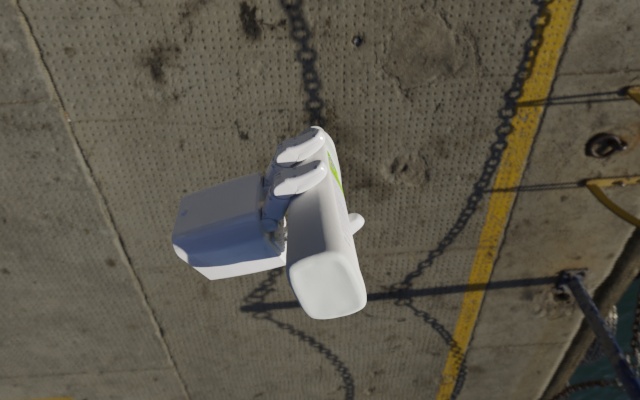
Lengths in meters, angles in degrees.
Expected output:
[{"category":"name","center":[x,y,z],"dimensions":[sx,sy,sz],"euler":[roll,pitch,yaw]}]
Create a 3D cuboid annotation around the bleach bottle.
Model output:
[{"category":"bleach bottle","center":[0.000,0.002,0.547],"dimensions":[0.068,0.103,0.250],"euler":[-14,41,9]}]
